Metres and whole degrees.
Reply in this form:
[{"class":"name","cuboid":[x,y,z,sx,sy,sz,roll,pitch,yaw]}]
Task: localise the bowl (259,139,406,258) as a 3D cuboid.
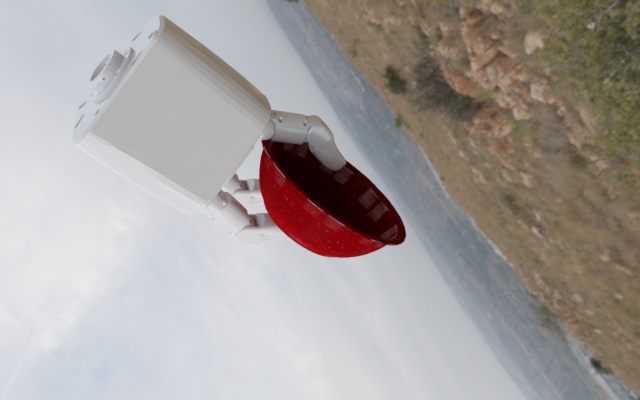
[{"class":"bowl","cuboid":[0.001,0.002,0.444,0.162,0.055,0.162,32,21,-14]}]
